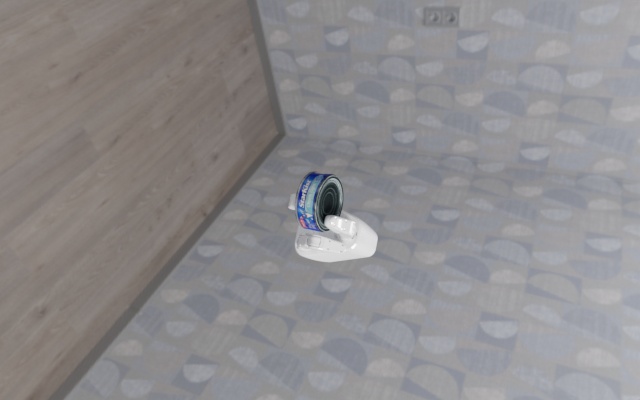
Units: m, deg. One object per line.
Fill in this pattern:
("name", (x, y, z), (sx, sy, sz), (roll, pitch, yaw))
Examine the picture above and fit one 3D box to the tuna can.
("tuna can", (0.001, 0.002, 0.688), (0.034, 0.086, 0.086), (10, 5, 29))
